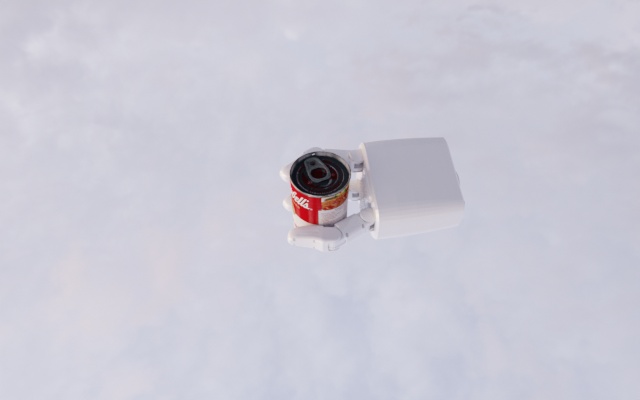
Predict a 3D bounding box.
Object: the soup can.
[{"bbox_3d":[0.000,0.002,0.560,0.068,0.068,0.102,0,-40,0],"label":"soup can"}]
